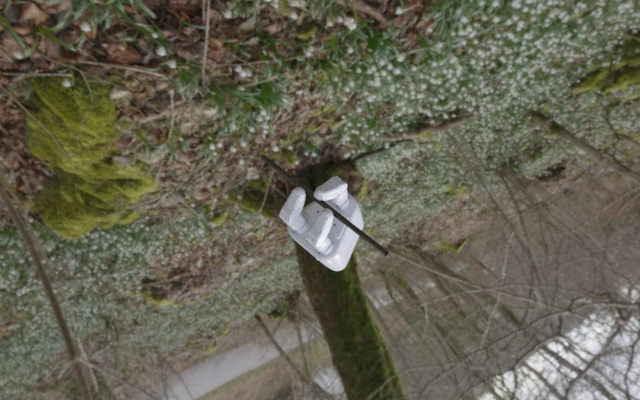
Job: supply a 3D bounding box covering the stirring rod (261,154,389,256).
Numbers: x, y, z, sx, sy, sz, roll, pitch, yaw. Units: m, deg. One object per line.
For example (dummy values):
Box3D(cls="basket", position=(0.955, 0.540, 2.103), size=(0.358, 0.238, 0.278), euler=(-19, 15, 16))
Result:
Box3D(cls="stirring rod", position=(0.000, 0.002, 0.675), size=(0.239, 0.011, 0.011), euler=(38, 17, 23))
